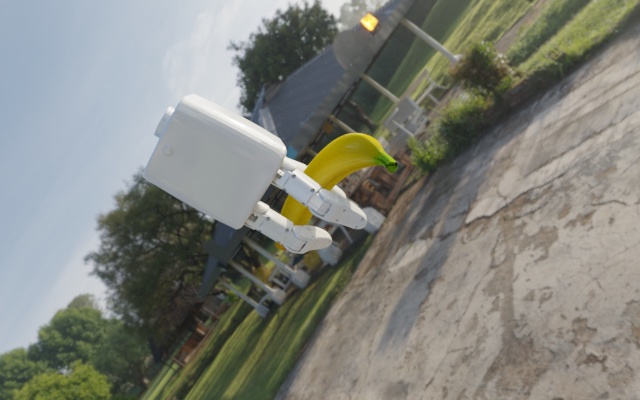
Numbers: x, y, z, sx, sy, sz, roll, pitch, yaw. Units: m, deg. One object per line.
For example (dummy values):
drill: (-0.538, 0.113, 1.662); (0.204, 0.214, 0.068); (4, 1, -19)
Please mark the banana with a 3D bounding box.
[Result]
banana: (0.002, -0.015, 0.506); (0.037, 0.069, 0.198); (21, -40, -27)
